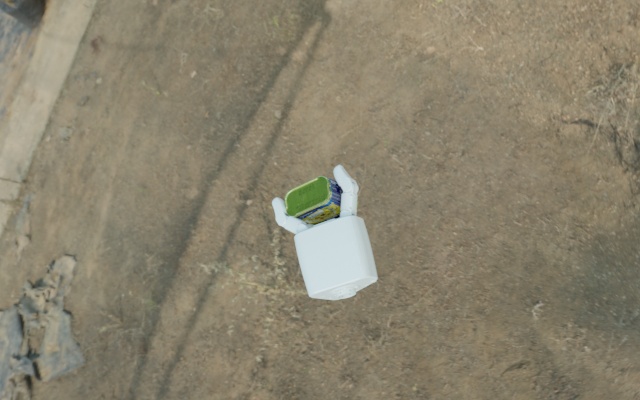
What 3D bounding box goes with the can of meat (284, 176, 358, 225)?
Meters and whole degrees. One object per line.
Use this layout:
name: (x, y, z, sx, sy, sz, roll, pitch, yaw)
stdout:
can of meat: (0.000, 0.003, 0.833, 0.102, 0.057, 0.084, -24, -26, 29)
